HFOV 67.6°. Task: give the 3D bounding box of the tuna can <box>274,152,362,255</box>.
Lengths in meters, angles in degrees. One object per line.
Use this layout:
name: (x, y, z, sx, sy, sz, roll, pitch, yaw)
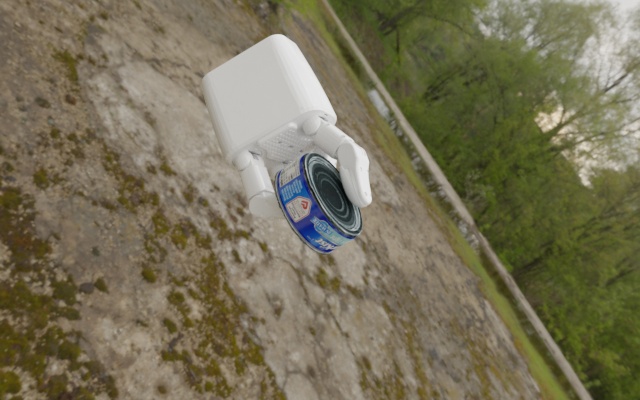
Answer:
tuna can: (0.001, 0.001, 0.416, 0.034, 0.086, 0.086, -31, -13, 22)
